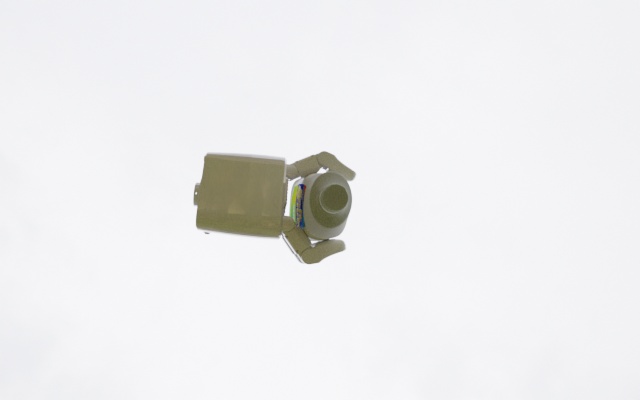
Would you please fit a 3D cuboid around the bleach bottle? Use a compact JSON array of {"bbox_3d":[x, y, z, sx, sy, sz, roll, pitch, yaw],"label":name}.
[{"bbox_3d":[0.000,0.002,0.631,0.068,0.102,0.251,5,-7,-7],"label":"bleach bottle"}]
